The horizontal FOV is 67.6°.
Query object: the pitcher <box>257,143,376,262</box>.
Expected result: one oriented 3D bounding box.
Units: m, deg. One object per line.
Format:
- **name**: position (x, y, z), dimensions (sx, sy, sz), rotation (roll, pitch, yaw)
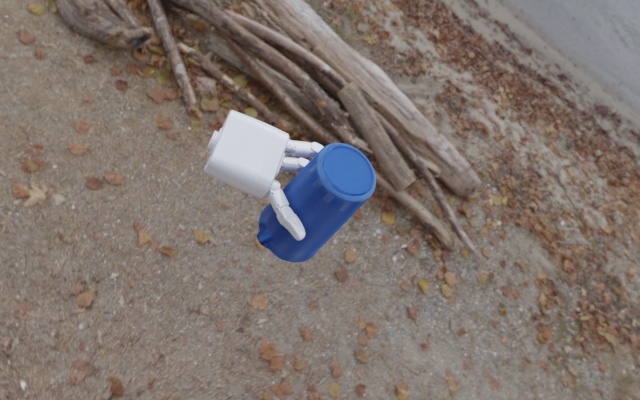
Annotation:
- **pitcher**: position (0.000, 0.003, 0.841), dimensions (0.145, 0.149, 0.243), rotation (26, -36, -14)
